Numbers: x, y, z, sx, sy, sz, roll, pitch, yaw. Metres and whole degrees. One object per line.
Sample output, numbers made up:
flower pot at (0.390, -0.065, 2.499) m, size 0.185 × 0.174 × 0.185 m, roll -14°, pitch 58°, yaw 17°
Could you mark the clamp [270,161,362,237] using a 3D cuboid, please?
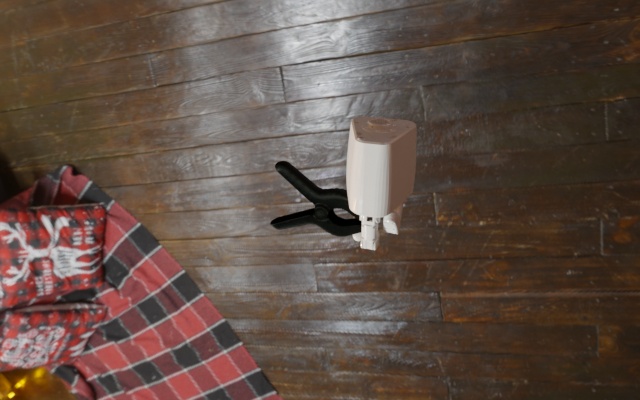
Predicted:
clamp at (0.000, 0.003, 0.724) m, size 0.171 × 0.120 × 0.039 m, roll 7°, pitch 37°, yaw 14°
